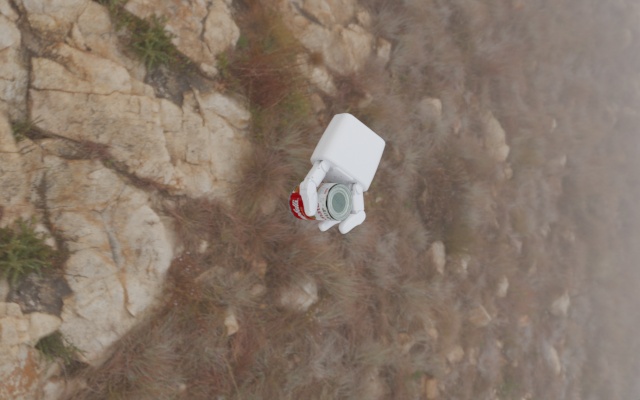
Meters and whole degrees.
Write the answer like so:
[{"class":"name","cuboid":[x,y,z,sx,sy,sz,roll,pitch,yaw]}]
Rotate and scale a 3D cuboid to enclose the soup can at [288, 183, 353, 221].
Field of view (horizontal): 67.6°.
[{"class":"soup can","cuboid":[0.000,0.003,0.870,0.068,0.068,0.102,0,0,-44]}]
